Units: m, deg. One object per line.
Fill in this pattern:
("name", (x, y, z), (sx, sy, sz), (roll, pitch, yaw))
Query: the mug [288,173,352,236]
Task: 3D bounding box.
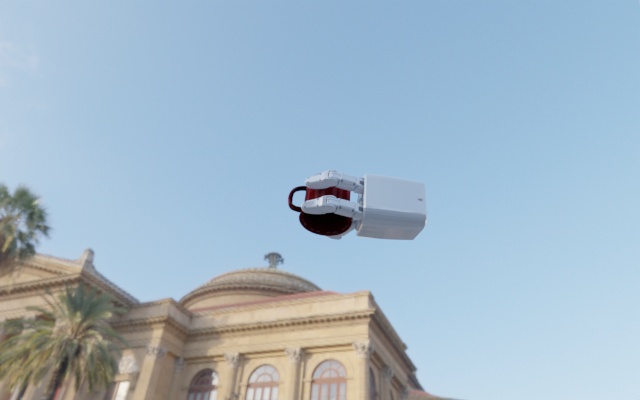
("mug", (-0.001, 0.002, 0.855), (0.117, 0.081, 0.093), (8, -38, -1))
